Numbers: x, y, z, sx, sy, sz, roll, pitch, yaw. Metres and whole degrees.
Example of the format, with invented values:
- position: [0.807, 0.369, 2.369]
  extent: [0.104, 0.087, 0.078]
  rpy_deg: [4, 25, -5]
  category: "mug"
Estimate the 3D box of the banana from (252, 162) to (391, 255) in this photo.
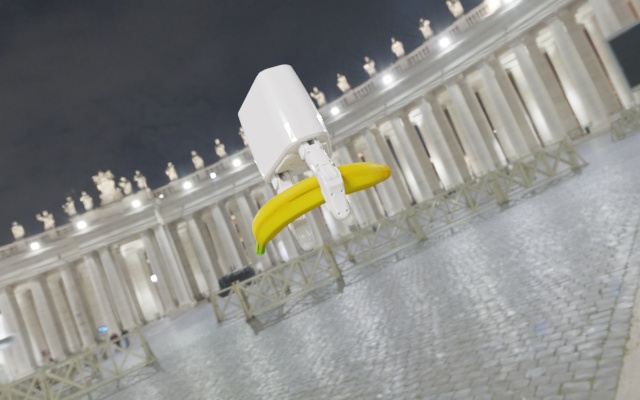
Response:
- position: [-0.007, -0.003, 0.575]
  extent: [0.198, 0.037, 0.070]
  rpy_deg: [-30, -24, 3]
  category: "banana"
